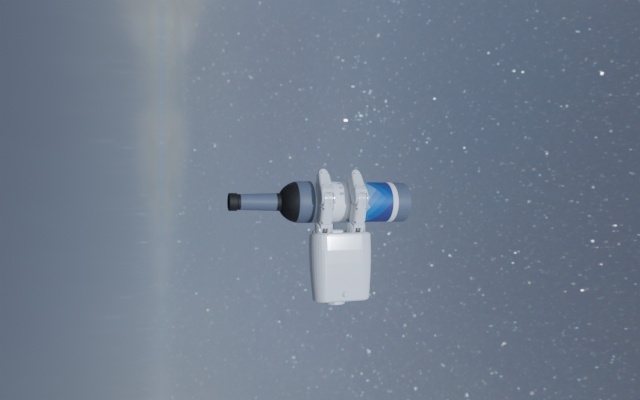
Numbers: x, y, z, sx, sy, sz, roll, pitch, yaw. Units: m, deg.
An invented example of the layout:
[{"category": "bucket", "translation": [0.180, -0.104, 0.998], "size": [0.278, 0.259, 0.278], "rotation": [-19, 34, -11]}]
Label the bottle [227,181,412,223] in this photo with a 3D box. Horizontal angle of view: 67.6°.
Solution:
[{"category": "bottle", "translation": [0.000, 0.002, 0.769], "size": [0.296, 0.069, 0.069], "rotation": [0, 0, -18]}]
